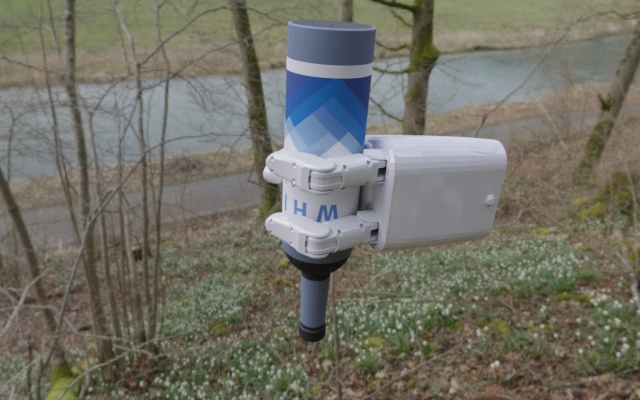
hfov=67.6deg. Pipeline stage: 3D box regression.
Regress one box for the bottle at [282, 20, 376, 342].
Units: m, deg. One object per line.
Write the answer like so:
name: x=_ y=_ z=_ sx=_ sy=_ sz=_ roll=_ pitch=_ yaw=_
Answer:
bottle: x=0.000 y=0.001 z=0.420 sx=0.069 sy=0.296 sz=0.069 roll=3 pitch=25 yaw=-1
